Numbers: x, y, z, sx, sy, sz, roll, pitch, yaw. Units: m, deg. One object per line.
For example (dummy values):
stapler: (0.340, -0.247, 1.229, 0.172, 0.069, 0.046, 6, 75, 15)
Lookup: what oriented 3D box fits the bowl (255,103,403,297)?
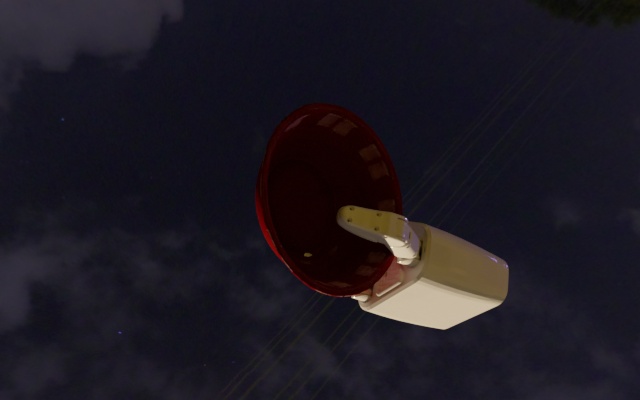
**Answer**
bowl: (-0.001, 0.001, 0.413, 0.162, 0.162, 0.055, 0, -8, -43)
